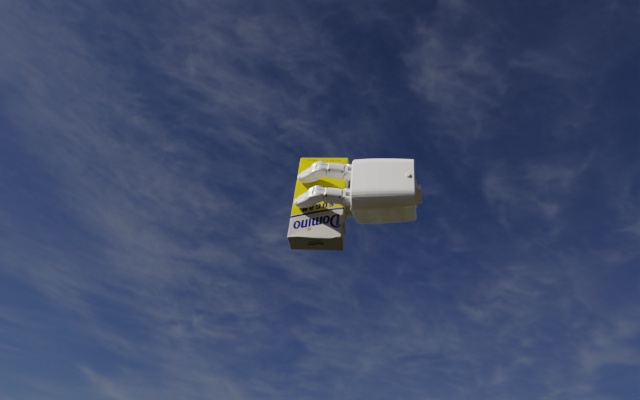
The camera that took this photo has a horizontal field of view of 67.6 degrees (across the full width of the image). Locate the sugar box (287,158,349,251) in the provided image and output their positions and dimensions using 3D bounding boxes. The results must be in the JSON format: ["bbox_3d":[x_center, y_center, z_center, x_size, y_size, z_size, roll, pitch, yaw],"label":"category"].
[{"bbox_3d":[0.000,0.002,0.843,0.093,0.176,0.048,0,-39,9],"label":"sugar box"}]
